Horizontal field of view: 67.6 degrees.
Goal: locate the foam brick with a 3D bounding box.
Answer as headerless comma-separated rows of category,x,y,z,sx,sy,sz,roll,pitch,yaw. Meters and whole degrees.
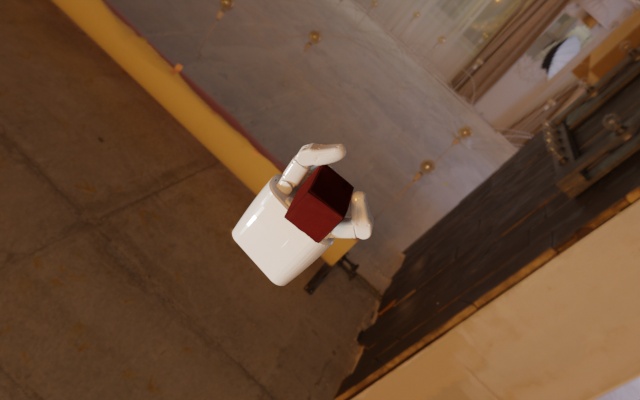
foam brick,0.000,0.002,0.569,0.051,0.053,0.078,-45,11,30
